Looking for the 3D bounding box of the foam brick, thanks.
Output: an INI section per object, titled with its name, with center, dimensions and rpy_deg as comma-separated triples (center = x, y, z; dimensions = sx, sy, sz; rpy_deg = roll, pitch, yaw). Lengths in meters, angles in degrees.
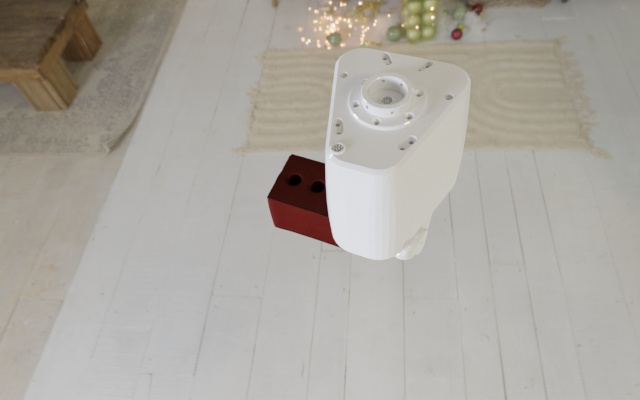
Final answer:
[foam brick]
center = 0.000, 0.001, 0.424
dimensions = 0.078, 0.053, 0.051
rpy_deg = 16, -30, 17
